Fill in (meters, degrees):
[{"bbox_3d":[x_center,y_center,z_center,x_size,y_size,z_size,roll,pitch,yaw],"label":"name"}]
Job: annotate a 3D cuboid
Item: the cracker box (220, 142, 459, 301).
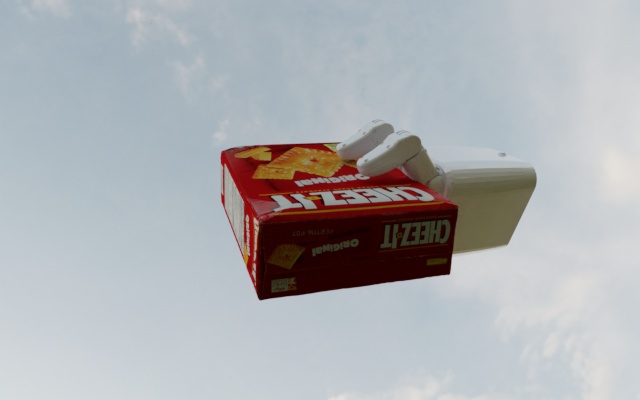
[{"bbox_3d":[0.000,0.002,0.453,0.164,0.072,0.213,-5,21,-18],"label":"cracker box"}]
